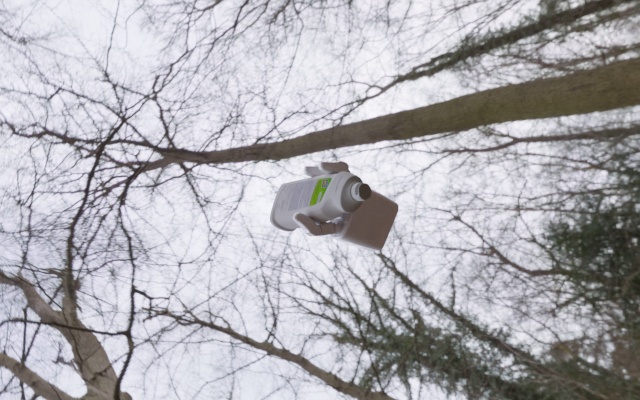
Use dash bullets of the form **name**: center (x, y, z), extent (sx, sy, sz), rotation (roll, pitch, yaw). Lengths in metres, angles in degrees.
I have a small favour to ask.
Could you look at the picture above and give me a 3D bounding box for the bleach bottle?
- **bleach bottle**: center (0.000, 0.003, 0.891), extent (0.068, 0.102, 0.251), rotation (24, -18, -31)
